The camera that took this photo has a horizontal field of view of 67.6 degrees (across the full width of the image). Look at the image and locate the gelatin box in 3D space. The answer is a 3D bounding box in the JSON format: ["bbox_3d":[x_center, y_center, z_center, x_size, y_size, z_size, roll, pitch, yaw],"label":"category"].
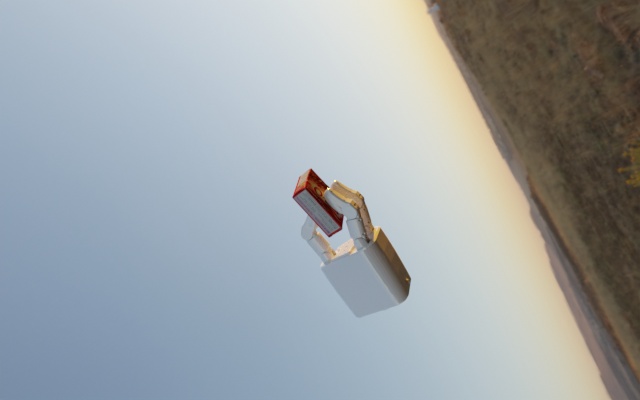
[{"bbox_3d":[0.000,0.002,0.734,0.030,0.089,0.073,-36,18,22],"label":"gelatin box"}]
